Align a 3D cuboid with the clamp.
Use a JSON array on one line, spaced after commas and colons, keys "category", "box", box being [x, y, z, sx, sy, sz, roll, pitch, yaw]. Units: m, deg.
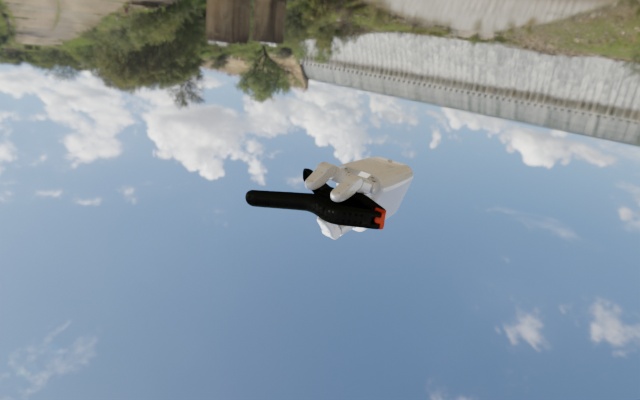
[{"category": "clamp", "box": [0.001, 0.003, 0.743, 0.210, 0.036, 0.164, 23, 30, 35]}]
